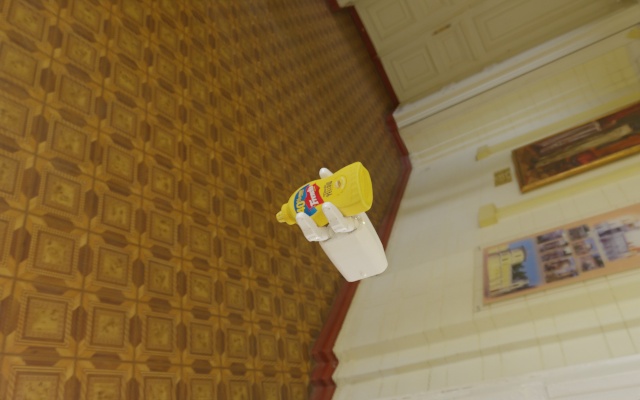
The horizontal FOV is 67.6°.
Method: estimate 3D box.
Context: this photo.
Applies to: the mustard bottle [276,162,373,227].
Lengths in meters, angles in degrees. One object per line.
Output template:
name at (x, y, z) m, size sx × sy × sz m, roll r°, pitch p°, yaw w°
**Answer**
mustard bottle at (0.000, 0.003, 0.882) m, size 0.191 × 0.096 × 0.058 m, roll -22°, pitch -42°, yaw 26°
